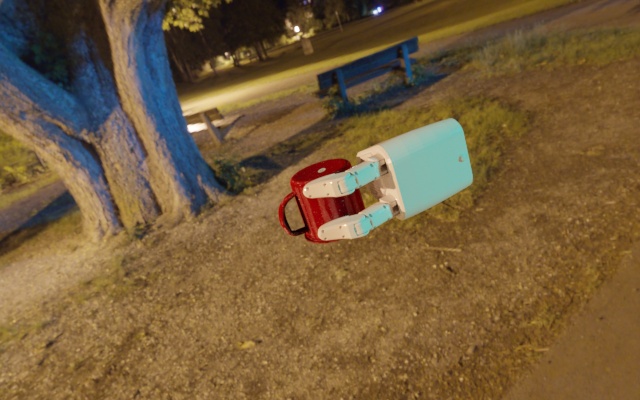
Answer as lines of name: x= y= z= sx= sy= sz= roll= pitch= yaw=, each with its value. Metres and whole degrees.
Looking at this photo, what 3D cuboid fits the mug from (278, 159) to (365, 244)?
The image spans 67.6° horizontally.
mug: x=-0.001 y=0.002 z=0.610 sx=0.117 sy=0.081 sz=0.093 roll=-24 pitch=20 yaw=-15
